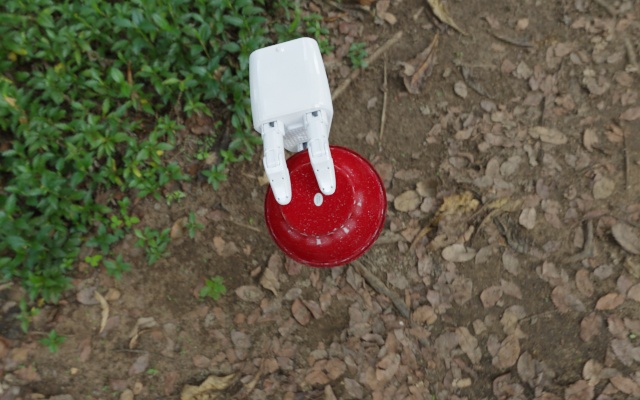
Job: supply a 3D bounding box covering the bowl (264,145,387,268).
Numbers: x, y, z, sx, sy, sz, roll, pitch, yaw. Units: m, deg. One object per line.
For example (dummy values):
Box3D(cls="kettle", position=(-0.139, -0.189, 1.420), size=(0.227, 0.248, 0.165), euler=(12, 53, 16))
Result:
Box3D(cls="bowl", position=(0.001, 0.003, 0.591), size=(0.162, 0.162, 0.055), euler=(0, -9, 11))
